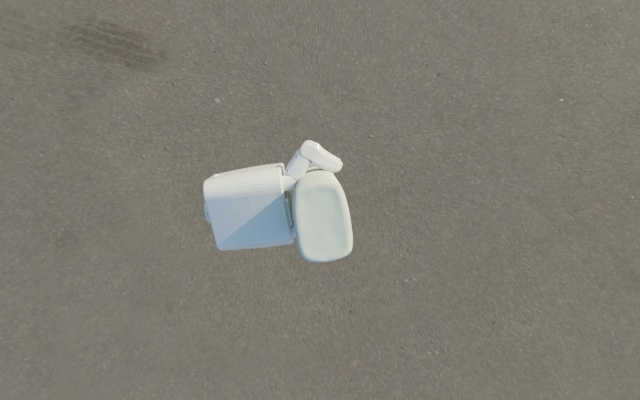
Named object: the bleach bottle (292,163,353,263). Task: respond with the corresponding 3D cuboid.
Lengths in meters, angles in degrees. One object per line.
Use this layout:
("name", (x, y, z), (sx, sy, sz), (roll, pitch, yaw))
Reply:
("bleach bottle", (0.000, 0.002, 0.682), (0.068, 0.102, 0.250), (-8, 10, 1))
